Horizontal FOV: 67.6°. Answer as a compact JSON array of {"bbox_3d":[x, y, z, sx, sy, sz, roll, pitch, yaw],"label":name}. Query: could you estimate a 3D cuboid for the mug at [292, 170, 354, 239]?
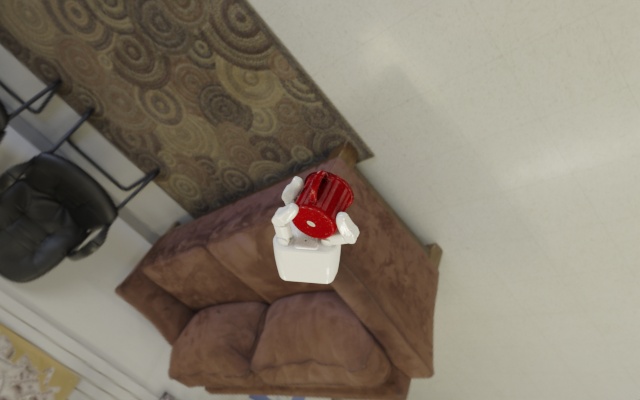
[{"bbox_3d":[0.000,0.002,0.801,0.093,0.081,0.117,15,-40,15],"label":"mug"}]
